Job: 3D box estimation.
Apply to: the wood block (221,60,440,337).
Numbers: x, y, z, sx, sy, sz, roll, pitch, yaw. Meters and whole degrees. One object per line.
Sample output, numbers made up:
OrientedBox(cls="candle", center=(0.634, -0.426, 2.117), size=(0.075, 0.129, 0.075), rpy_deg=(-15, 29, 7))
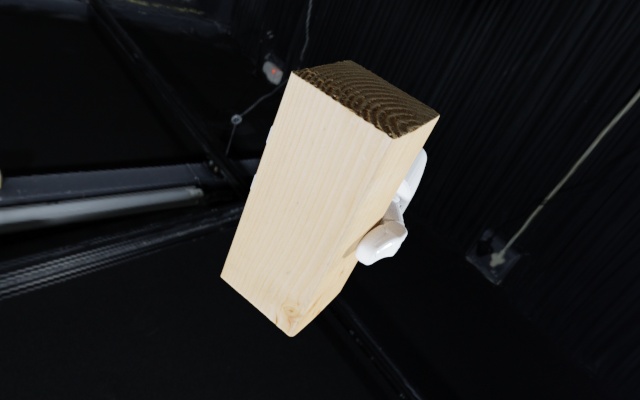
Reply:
OrientedBox(cls="wood block", center=(0.000, 0.001, 0.401), size=(0.091, 0.206, 0.090), rpy_deg=(36, 35, 17))
